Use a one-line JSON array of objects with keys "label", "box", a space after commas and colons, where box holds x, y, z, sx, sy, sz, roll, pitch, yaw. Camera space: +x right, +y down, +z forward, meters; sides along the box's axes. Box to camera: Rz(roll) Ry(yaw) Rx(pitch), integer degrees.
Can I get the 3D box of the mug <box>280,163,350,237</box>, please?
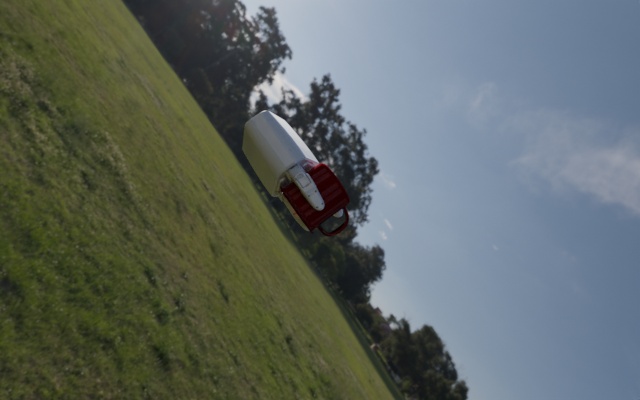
[{"label": "mug", "box": [0.001, 0.004, 0.772, 0.081, 0.117, 0.093, -35, -11, -5]}]
